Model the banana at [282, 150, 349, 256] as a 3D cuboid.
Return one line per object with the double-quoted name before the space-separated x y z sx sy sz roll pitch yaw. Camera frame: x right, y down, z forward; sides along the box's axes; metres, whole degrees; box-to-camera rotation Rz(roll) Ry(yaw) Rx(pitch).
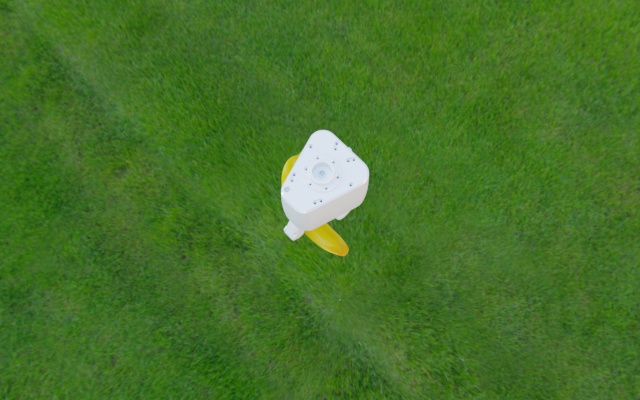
"banana" -0.019 0.005 0.777 0.069 0.197 0.037 -19 -14 -7
